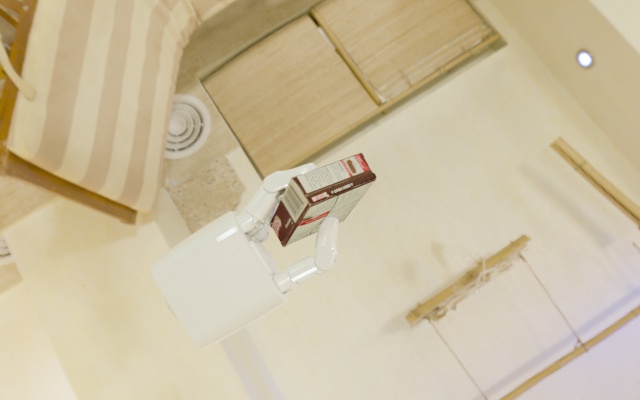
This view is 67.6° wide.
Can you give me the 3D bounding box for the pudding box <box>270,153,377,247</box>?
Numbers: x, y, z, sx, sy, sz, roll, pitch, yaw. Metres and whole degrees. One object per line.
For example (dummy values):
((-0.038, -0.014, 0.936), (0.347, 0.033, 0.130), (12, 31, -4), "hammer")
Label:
((0.000, 0.002, 0.530), (0.090, 0.039, 0.113), (-23, -16, -28), "pudding box")
